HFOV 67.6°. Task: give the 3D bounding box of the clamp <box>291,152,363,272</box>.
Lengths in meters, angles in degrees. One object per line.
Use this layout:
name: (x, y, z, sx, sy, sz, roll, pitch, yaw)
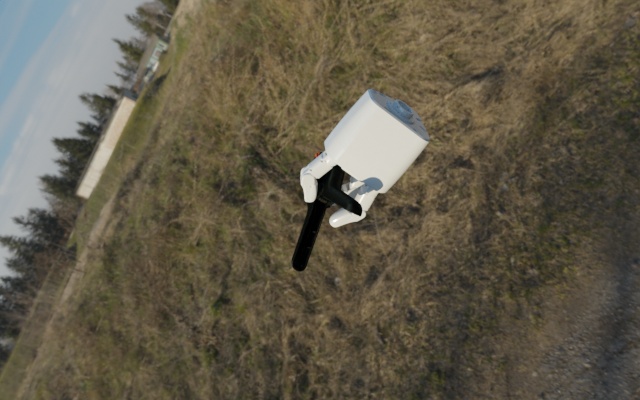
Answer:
clamp: (0.000, 0.002, 0.768, 0.036, 0.165, 0.209, 26, 32, -24)
